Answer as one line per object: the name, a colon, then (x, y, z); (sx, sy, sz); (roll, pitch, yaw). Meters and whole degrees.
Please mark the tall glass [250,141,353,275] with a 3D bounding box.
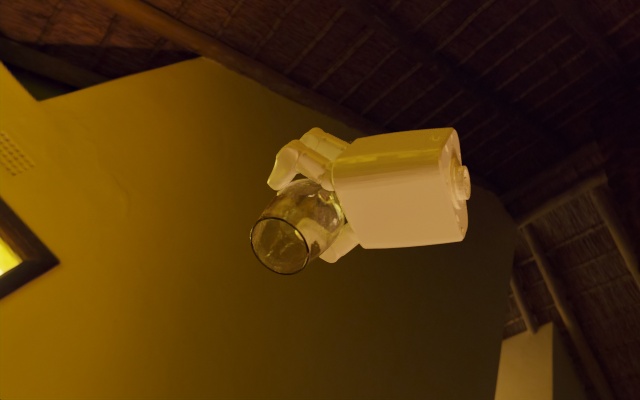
tall glass: (0.000, 0.001, 0.523); (0.079, 0.079, 0.201); (0, 25, 26)
